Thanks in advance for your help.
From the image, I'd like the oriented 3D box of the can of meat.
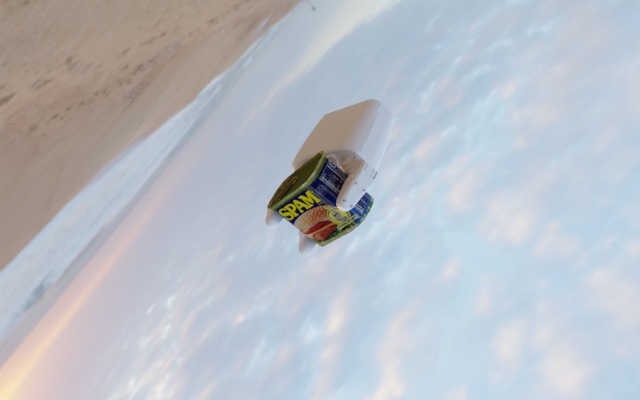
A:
[{"bbox_3d":[0.000,0.002,0.568,0.084,0.057,0.102,39,-40,-16],"label":"can of meat"}]
